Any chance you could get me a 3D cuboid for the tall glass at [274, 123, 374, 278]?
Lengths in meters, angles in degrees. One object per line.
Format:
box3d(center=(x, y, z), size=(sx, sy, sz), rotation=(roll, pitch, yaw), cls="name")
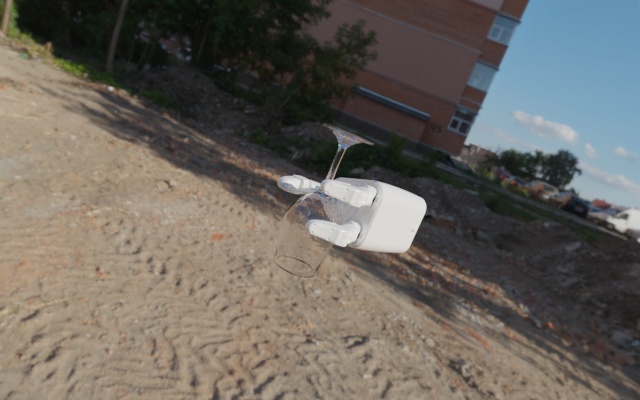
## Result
box3d(center=(0.000, 0.001, 0.647), size=(0.079, 0.201, 0.079), rotation=(22, 11, -4), cls="tall glass")
